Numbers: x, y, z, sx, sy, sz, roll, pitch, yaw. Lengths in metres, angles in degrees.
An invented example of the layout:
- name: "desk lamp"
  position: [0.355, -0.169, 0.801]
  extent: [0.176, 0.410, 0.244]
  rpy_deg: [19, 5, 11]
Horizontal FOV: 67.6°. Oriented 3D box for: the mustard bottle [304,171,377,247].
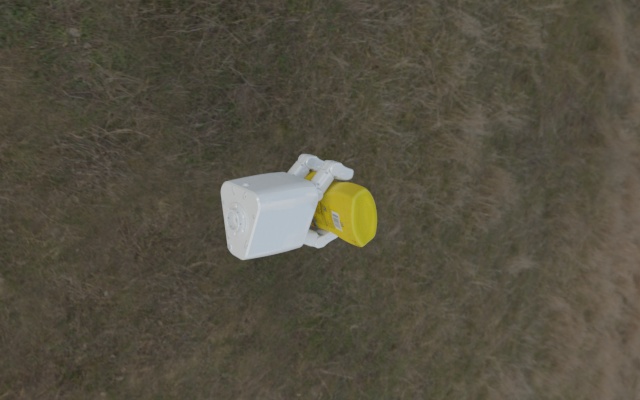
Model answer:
- name: "mustard bottle"
  position: [0.001, 0.002, 0.766]
  extent: [0.191, 0.096, 0.058]
  rpy_deg: [21, 47, 42]
